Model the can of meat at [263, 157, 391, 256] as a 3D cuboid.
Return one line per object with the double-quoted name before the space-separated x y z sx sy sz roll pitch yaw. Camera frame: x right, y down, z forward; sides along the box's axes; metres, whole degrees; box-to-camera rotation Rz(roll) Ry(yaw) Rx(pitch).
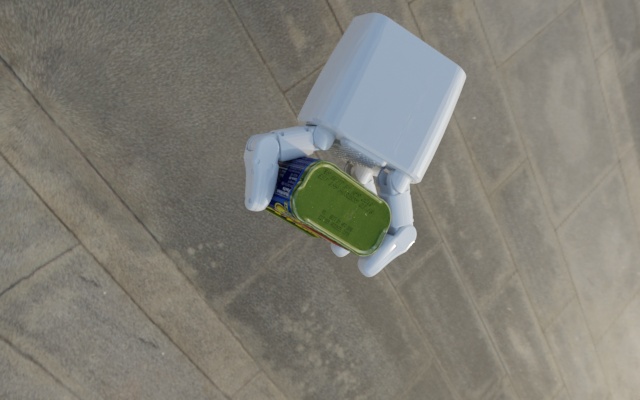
"can of meat" 0.000 0.001 0.413 0.102 0.057 0.084 33 -8 -31
